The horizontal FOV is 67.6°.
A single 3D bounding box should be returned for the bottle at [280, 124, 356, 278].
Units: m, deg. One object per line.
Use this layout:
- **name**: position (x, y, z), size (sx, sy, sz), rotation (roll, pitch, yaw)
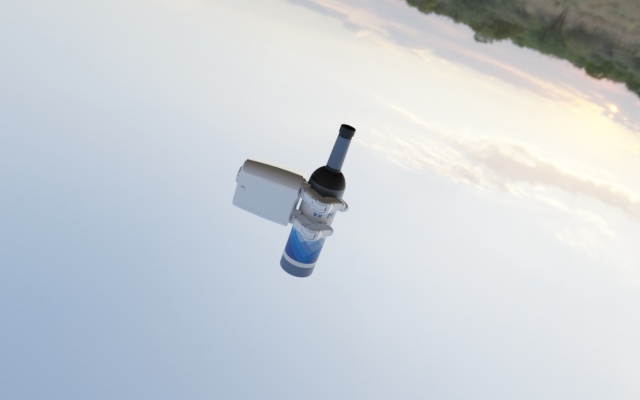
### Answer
- **bottle**: position (0.000, 0.003, 0.852), size (0.069, 0.296, 0.069), rotation (17, 26, -8)
